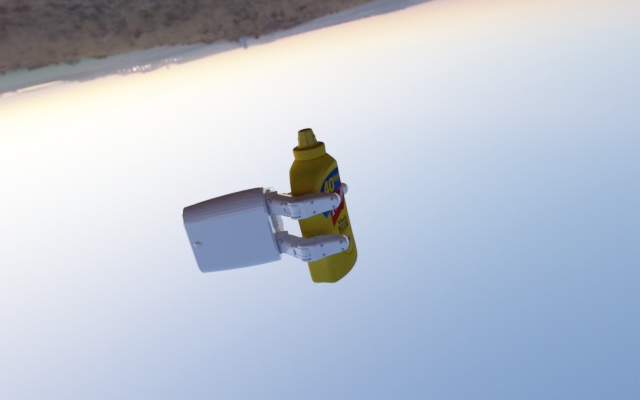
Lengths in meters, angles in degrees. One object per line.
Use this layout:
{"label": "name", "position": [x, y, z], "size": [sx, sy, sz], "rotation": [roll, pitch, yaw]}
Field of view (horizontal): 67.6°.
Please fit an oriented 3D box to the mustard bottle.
{"label": "mustard bottle", "position": [0.000, 0.002, 0.610], "size": [0.058, 0.192, 0.096], "rotation": [-3, 22, 26]}
